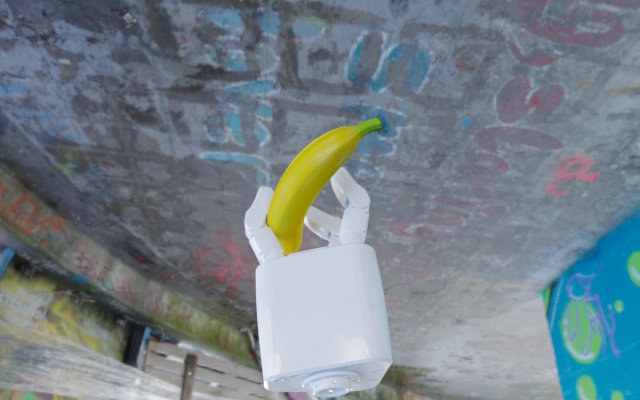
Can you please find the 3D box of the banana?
[{"bbox_3d":[-0.014,-0.002,0.461,0.069,0.037,0.198,5,-42,-31],"label":"banana"}]
